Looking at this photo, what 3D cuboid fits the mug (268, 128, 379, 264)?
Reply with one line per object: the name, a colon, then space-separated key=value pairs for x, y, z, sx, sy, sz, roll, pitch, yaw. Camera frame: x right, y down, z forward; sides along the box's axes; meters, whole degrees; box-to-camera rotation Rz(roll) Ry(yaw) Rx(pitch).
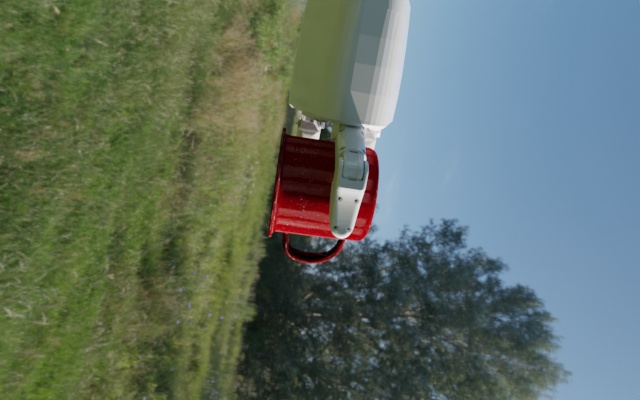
mug: x=0.000 y=0.003 z=0.411 sx=0.081 sy=0.117 sz=0.093 roll=8 pitch=17 yaw=-5
